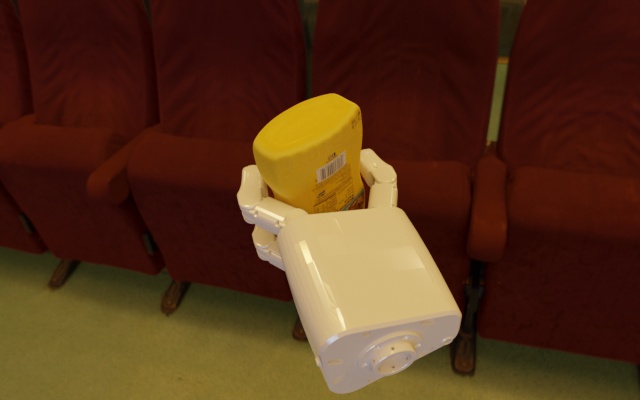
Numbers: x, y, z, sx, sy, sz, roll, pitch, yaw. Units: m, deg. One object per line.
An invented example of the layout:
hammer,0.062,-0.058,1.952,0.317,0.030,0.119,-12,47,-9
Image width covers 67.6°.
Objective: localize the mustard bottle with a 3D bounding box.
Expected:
mustard bottle,0.000,0.001,0.454,0.096,0.192,0.058,-37,52,-24
